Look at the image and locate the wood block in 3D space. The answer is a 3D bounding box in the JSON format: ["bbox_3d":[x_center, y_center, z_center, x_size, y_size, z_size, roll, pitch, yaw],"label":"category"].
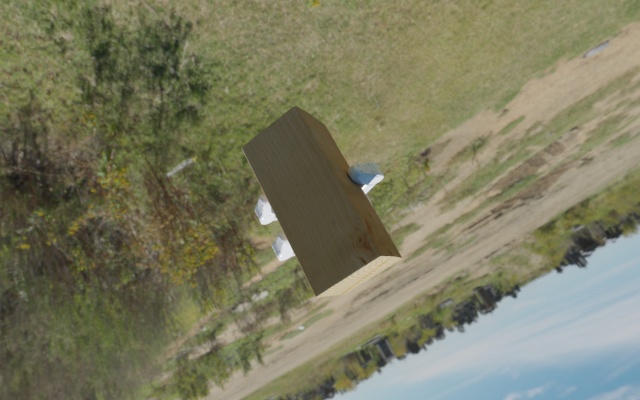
[{"bbox_3d":[0.001,0.002,0.578,0.091,0.206,0.090,-35,-20,17],"label":"wood block"}]
